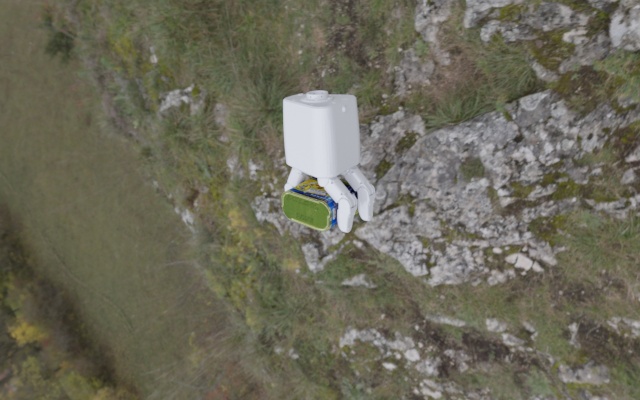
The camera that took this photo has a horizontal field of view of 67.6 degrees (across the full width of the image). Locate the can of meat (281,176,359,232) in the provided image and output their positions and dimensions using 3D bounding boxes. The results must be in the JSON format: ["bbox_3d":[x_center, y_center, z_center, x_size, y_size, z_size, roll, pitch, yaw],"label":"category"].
[{"bbox_3d":[0.000,0.003,0.766,0.102,0.057,0.084,17,31,33],"label":"can of meat"}]
